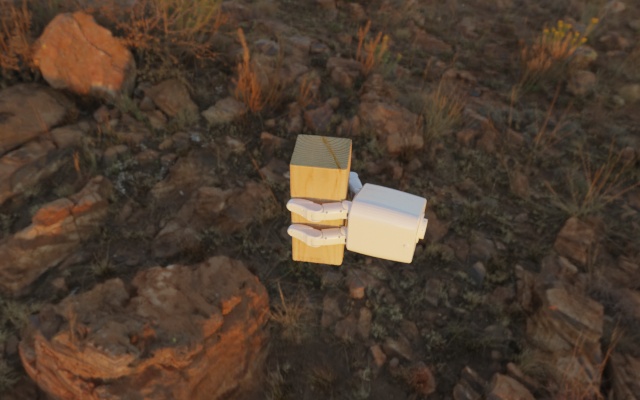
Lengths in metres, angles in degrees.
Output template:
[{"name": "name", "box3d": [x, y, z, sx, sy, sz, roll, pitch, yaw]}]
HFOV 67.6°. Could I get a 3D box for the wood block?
[{"name": "wood block", "box3d": [0.001, 0.002, 0.808, 0.090, 0.206, 0.090, 5, 40, 5]}]
